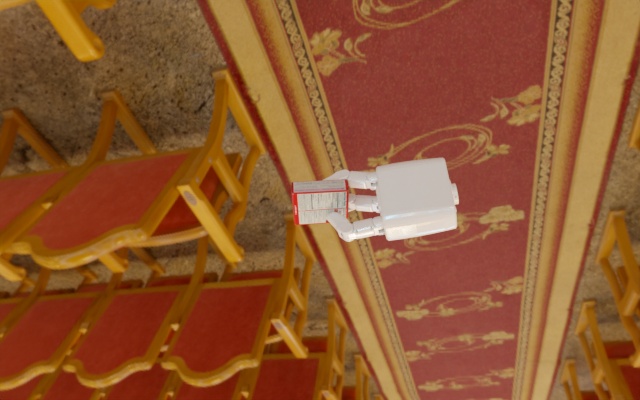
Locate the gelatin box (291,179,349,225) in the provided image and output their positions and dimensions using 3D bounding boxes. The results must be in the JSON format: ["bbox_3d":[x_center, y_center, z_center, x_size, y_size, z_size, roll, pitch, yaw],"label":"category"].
[{"bbox_3d":[0.000,0.003,0.756,0.089,0.030,0.073,-4,-44,-2],"label":"gelatin box"}]
